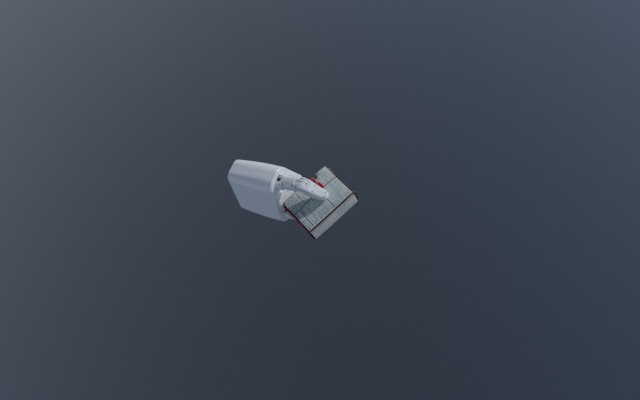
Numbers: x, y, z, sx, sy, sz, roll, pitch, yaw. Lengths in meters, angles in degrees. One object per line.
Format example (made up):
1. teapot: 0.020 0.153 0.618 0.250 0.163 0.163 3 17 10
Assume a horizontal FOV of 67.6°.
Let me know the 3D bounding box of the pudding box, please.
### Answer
1. pudding box: 0.000 0.003 0.878 0.090 0.113 0.039 45 -4 32
